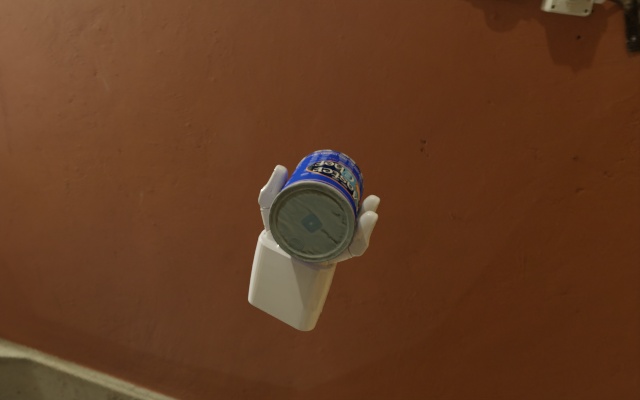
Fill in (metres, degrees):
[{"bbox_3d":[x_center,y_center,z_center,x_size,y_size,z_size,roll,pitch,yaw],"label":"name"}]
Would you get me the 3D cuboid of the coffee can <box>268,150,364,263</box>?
[{"bbox_3d":[0.000,0.002,0.617,0.103,0.103,0.140,0,21,10],"label":"coffee can"}]
